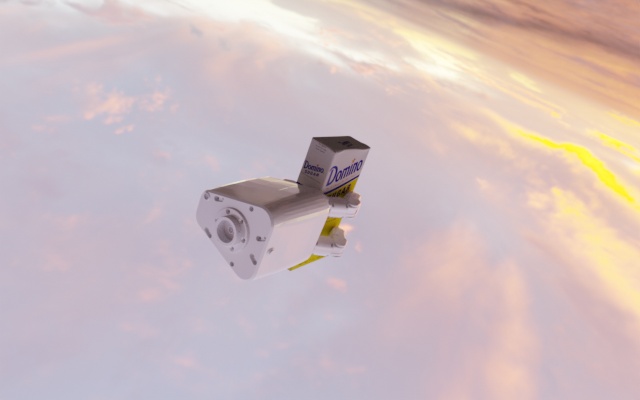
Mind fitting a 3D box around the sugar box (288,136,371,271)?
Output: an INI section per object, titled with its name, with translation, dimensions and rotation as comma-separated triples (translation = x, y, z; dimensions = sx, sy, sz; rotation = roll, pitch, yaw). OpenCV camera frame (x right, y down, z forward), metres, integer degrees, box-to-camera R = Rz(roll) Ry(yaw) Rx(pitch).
[sugar box]
translation = 0.000, 0.002, 0.637
dimensions = 0.048, 0.176, 0.093
rotation = 34, 25, 25
